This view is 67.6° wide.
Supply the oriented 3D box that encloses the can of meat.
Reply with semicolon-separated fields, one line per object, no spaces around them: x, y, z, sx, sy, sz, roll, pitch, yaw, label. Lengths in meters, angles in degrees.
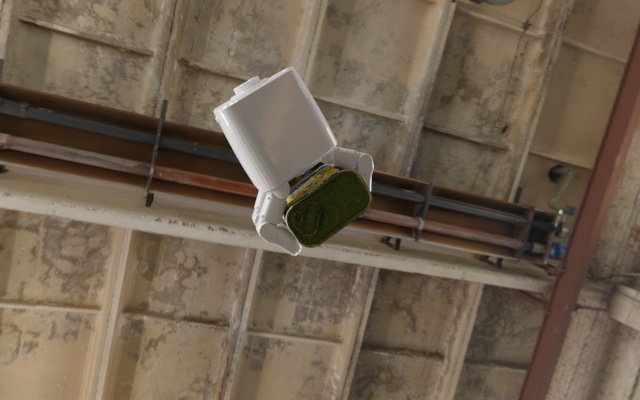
0.000;0.002;0.579;0.102;0.057;0.084;-36;18;-6;can of meat
